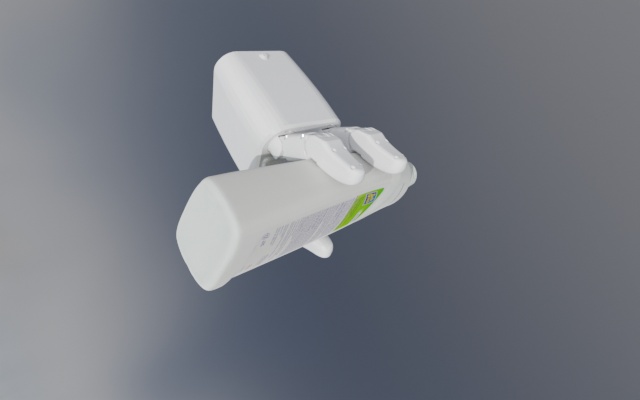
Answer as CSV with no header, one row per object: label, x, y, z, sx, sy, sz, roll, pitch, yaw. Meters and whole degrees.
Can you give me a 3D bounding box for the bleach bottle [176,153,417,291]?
bleach bottle,0.000,0.001,0.450,0.251,0.068,0.103,-16,-25,-41
